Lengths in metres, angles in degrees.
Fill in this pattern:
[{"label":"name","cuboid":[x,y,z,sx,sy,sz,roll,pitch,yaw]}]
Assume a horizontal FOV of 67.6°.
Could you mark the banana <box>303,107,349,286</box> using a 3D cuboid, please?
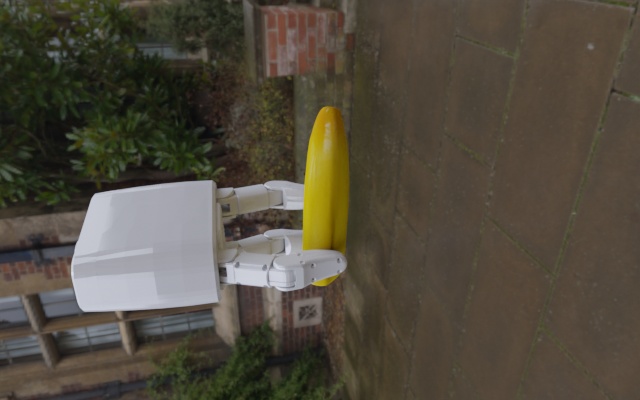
[{"label":"banana","cuboid":[0.002,0.017,0.411,0.037,0.069,0.198,-3,-43,-6]}]
